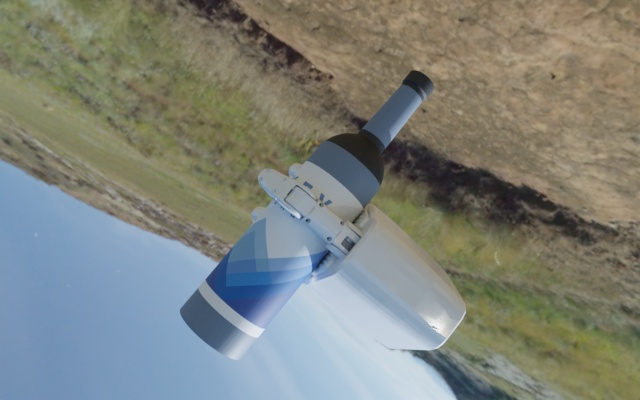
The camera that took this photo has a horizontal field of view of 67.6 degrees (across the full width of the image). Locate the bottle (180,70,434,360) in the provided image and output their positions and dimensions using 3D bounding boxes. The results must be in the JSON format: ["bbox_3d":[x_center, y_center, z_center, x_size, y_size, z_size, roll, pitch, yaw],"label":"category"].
[{"bbox_3d":[0.000,0.002,0.423,0.069,0.295,0.069,39,-7,6],"label":"bottle"}]
